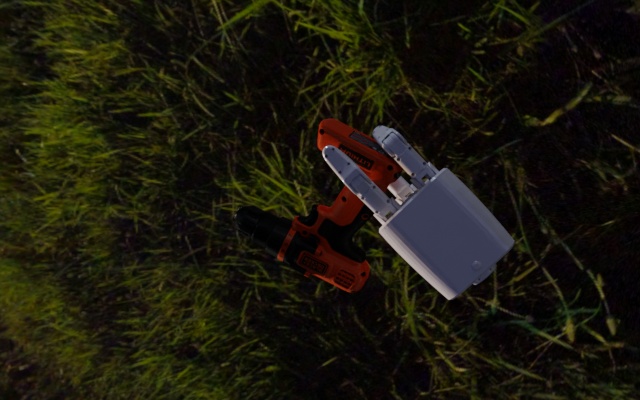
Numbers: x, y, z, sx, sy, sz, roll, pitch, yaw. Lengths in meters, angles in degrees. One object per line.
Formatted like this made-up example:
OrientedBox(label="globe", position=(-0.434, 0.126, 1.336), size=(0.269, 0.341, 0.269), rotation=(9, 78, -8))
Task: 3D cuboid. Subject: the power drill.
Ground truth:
OrientedBox(label="power drill", position=(0.000, 0.002, 0.571), size=(0.184, 0.188, 0.057), rotation=(26, 26, 3))
